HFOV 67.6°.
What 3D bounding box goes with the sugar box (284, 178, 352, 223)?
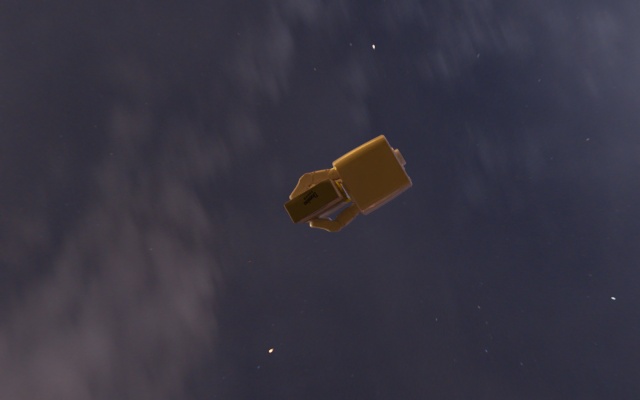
[{"bbox_3d":[0.000,0.002,0.893,0.093,0.048,0.176,-31,-9,8],"label":"sugar box"}]
